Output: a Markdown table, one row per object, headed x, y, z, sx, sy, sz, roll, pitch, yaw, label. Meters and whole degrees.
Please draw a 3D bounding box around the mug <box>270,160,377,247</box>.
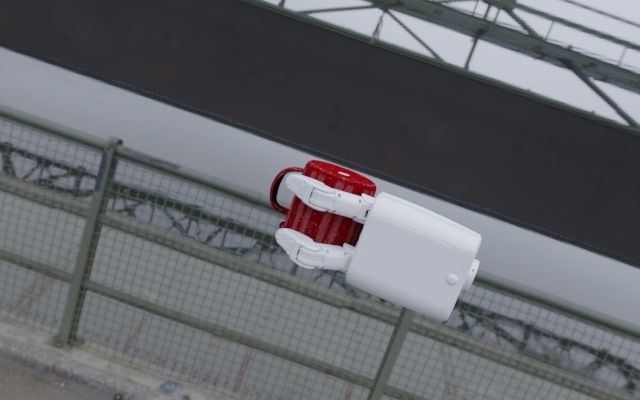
| x | y | z | sx | sy | sz | roll | pitch | yaw | label |
| --- | --- | --- | --- | --- | --- | --- | --- | --- | --- |
| -0.001 | 0.001 | 0.525 | 0.117 | 0.081 | 0.093 | 23 | 12 | 13 | mug |
